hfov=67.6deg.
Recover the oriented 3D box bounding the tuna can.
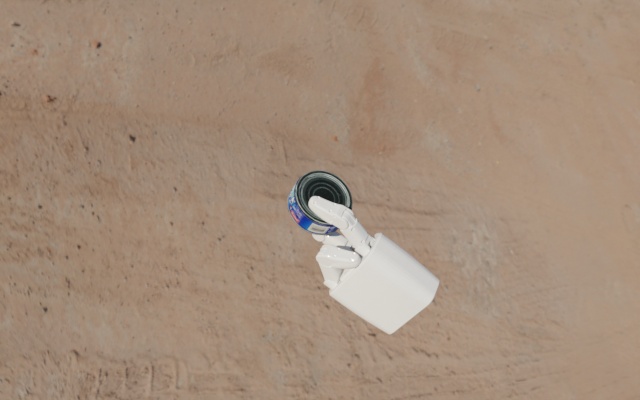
[{"bbox_3d":[0.000,0.002,0.652,0.086,0.086,0.034,0,-27,-23],"label":"tuna can"}]
